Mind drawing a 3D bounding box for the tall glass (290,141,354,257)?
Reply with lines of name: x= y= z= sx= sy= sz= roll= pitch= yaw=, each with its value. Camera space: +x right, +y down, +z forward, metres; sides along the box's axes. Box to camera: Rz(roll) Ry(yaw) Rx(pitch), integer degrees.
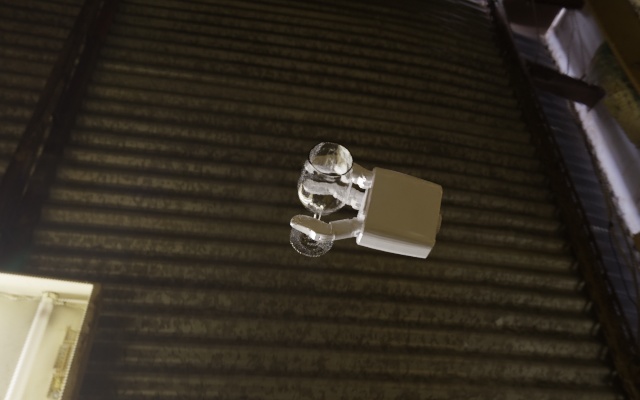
tall glass: x=0.000 y=0.003 z=0.715 sx=0.079 sy=0.079 sz=0.201 roll=0 pitch=-36 yaw=-10
